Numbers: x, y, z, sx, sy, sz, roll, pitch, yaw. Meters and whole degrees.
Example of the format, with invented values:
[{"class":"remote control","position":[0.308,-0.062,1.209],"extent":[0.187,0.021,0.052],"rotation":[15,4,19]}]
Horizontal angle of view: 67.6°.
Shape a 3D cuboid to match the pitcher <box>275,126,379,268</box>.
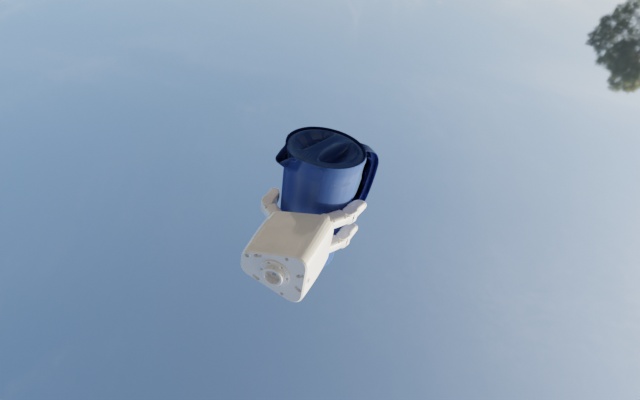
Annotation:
[{"class":"pitcher","position":[0.000,0.003,0.839],"extent":[0.149,0.243,0.145],"rotation":[19,36,10]}]
